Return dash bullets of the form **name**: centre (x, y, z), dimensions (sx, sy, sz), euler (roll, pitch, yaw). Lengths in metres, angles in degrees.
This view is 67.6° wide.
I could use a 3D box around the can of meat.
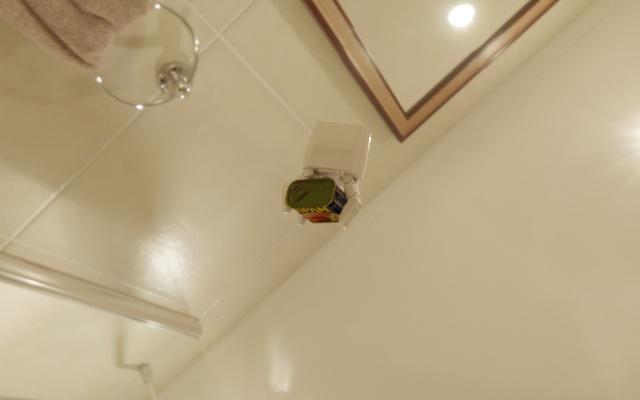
- **can of meat**: centre (0.000, 0.003, 0.885), dimensions (0.102, 0.057, 0.084), euler (-3, -26, 30)
